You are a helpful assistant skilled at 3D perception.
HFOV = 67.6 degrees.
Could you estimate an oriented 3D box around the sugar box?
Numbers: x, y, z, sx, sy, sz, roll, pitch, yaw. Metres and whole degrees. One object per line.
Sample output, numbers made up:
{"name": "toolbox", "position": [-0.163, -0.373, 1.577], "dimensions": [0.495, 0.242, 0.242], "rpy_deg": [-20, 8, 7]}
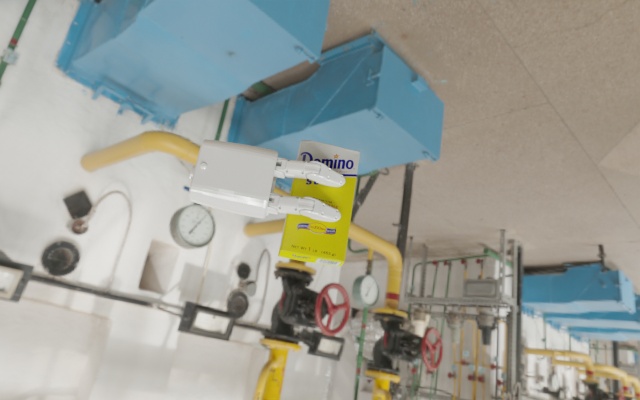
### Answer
{"name": "sugar box", "position": [0.000, 0.002, 0.698], "dimensions": [0.093, 0.176, 0.048], "rpy_deg": [11, -20, -6]}
